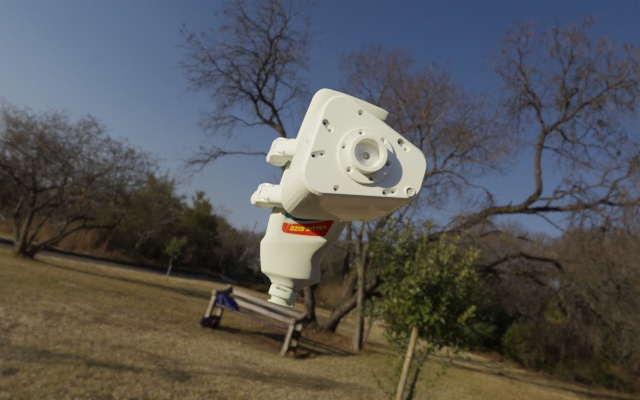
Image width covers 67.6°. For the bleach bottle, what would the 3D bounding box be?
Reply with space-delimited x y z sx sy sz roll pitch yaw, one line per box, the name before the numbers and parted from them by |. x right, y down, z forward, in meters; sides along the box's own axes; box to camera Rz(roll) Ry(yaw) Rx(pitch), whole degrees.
bleach bottle | 0.000 0.002 0.557 0.102 0.250 0.068 20 -14 -8
